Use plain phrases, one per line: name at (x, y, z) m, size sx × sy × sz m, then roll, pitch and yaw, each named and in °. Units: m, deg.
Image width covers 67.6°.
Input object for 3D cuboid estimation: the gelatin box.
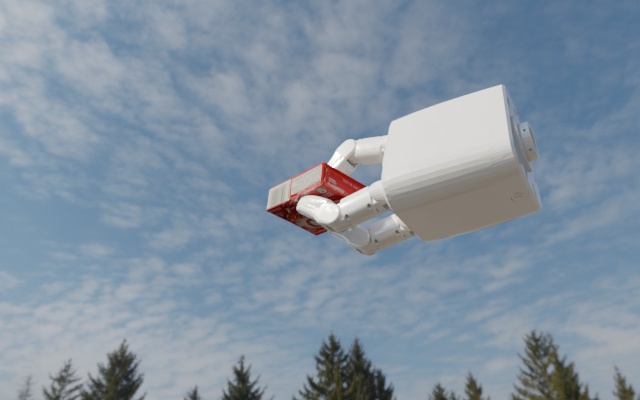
gelatin box at (0.000, 0.001, 0.490) m, size 0.073 × 0.030 × 0.089 m, roll 29°, pitch -36°, yaw -35°
